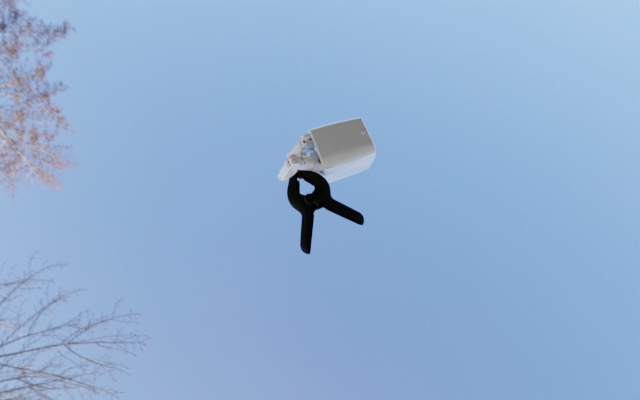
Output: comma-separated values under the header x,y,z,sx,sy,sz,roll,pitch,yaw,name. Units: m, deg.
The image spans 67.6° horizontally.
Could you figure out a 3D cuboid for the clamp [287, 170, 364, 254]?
x,y,z,sx,sy,sz,roll,pitch,yaw,name
0.000,0.003,0.855,0.120,0.171,0.039,-18,-26,-6,clamp
